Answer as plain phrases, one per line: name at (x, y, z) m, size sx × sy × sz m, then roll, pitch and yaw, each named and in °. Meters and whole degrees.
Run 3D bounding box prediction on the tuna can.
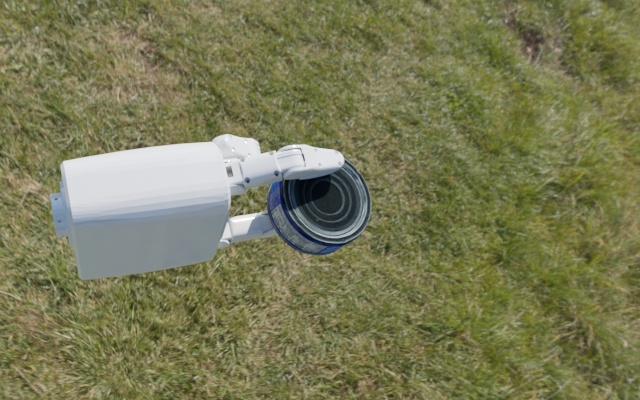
tuna can at (0.000, 0.001, 0.407) m, size 0.086 × 0.086 × 0.034 m, roll 0°, pitch -20°, yaw -28°
